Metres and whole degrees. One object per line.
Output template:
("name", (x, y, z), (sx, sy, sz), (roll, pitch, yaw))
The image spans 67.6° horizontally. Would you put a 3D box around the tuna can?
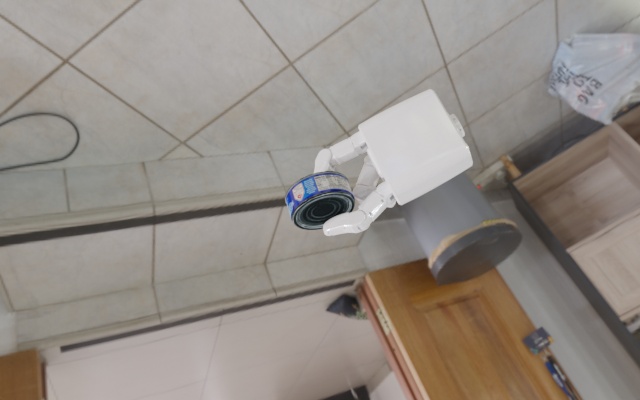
("tuna can", (0.000, 0.002, 0.608), (0.086, 0.033, 0.086), (-14, -32, -9))
